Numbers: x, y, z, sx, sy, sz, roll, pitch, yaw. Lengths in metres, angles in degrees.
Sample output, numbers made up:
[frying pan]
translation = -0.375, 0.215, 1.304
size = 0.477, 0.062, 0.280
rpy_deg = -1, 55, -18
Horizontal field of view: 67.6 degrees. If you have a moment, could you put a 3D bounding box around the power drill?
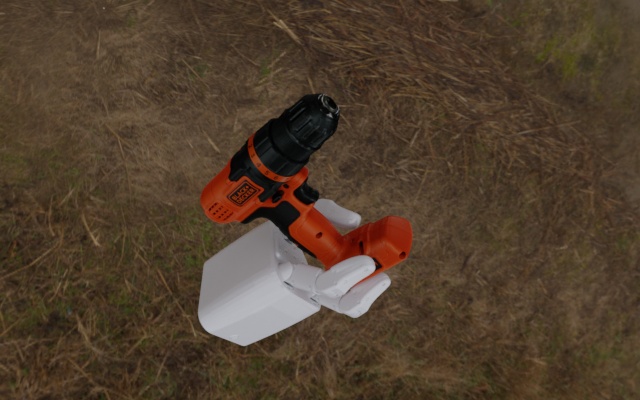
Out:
[power drill]
translation = 0.000, 0.002, 0.463
size = 0.188, 0.057, 0.184
rpy_deg = 38, -48, -21
